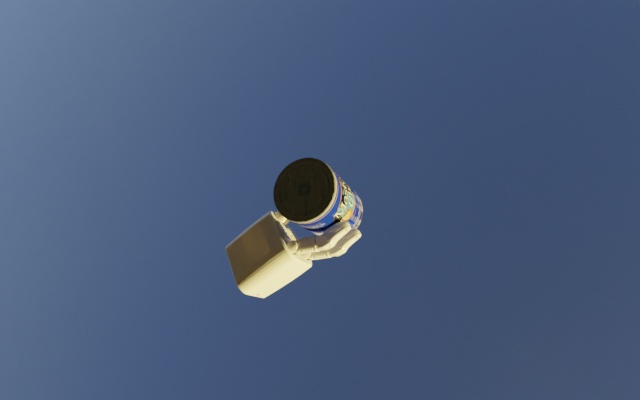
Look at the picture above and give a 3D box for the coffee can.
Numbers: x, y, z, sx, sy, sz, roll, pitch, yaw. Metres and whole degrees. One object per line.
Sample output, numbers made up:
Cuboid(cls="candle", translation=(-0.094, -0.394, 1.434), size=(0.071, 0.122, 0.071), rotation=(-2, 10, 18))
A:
Cuboid(cls="coffee can", translation=(0.000, 0.002, 0.777), size=(0.103, 0.102, 0.140), rotation=(0, -16, 23))
